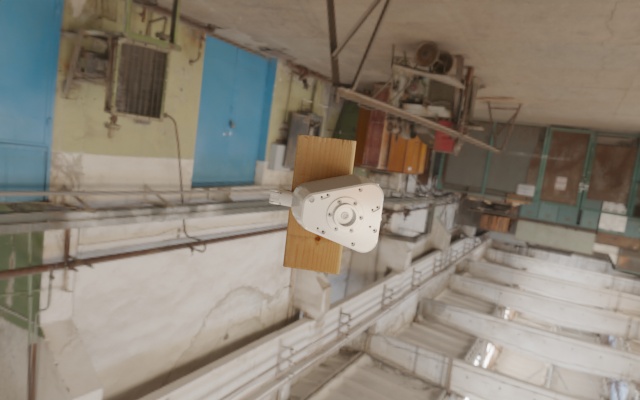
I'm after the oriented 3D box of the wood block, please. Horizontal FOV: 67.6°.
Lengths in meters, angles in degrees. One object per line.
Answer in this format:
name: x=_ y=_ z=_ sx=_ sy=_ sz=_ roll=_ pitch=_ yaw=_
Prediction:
wood block: x=0.000 y=0.003 z=0.768 sx=0.091 sy=0.206 sz=0.090 roll=8 pitch=6 yaw=4
